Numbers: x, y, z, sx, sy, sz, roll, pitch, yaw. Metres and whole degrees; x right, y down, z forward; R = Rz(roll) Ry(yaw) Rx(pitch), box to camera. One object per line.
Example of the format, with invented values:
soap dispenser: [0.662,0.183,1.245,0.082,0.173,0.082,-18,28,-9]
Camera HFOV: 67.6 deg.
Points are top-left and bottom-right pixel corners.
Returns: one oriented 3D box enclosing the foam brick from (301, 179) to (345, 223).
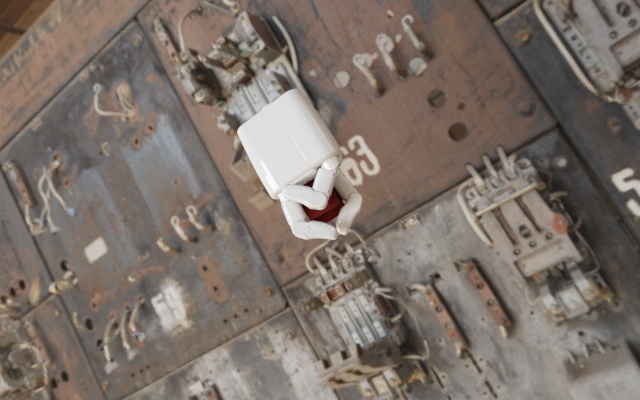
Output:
foam brick: [0.000,0.002,0.677,0.053,0.051,0.078,-31,-10,-2]
